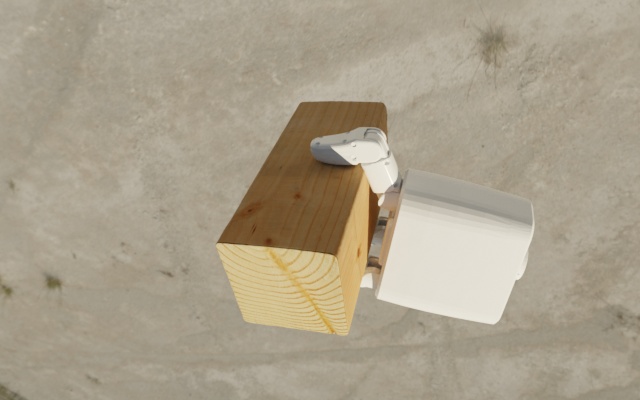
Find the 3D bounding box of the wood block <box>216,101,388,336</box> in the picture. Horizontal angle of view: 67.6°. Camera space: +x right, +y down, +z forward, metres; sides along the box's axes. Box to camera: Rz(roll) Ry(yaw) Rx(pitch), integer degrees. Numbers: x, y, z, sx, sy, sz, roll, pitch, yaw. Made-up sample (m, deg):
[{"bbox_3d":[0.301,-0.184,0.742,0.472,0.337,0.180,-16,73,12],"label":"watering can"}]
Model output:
[{"bbox_3d":[0.000,0.001,0.421,0.090,0.091,0.206,4,40,16],"label":"wood block"}]
